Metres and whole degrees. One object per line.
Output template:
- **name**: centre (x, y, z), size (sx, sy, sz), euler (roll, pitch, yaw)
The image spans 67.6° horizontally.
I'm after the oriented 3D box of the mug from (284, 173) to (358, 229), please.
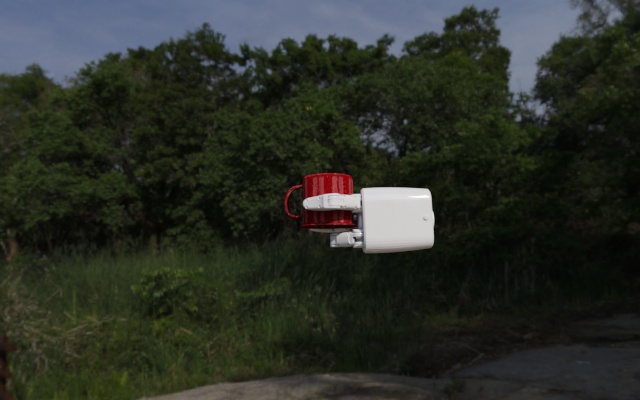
- **mug**: centre (-0.001, 0.002, 0.768), size (0.117, 0.081, 0.093), euler (-1, -7, -1)
